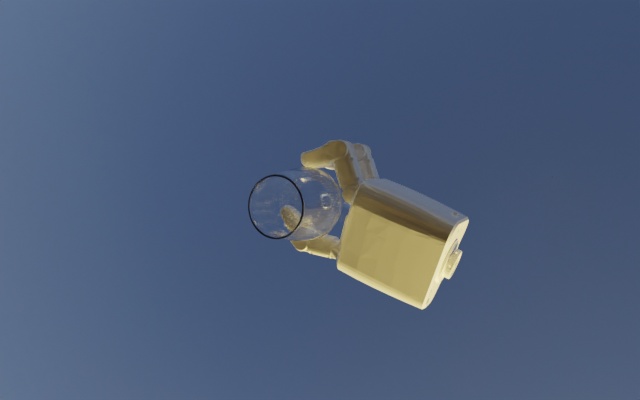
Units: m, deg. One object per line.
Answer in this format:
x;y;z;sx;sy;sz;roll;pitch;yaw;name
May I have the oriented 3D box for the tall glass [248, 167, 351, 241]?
0.000;0.002;0.539;0.079;0.079;0.201;0;2;26;tall glass
